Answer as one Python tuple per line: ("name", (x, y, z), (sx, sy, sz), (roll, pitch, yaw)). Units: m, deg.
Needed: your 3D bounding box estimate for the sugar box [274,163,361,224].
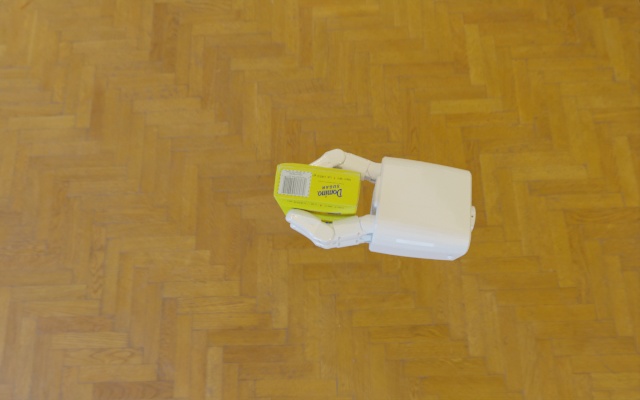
("sugar box", (0.000, 0.002, 0.595), (0.093, 0.048, 0.176), (8, -14, 5))
